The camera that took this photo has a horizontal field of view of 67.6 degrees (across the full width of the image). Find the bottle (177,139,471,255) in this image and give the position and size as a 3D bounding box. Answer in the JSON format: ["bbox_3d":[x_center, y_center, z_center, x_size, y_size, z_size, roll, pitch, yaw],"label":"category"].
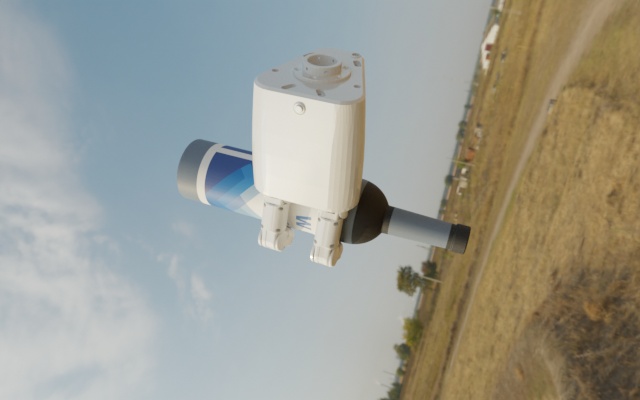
[{"bbox_3d":[0.000,0.002,0.484,0.295,0.069,0.069,15,4,14],"label":"bottle"}]
